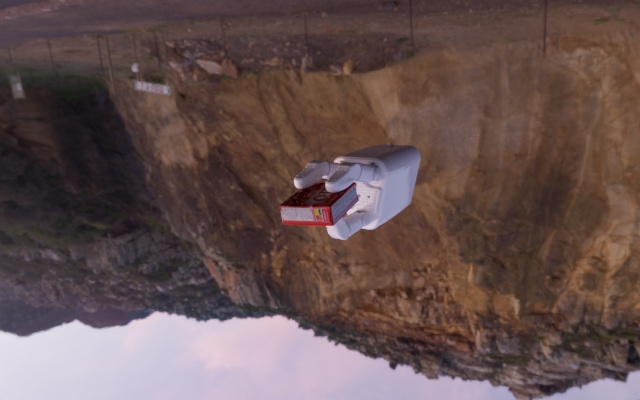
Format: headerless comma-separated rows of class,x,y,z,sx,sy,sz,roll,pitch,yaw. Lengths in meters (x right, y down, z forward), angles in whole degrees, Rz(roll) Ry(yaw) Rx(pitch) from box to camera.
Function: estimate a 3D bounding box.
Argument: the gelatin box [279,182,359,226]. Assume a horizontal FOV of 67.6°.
gelatin box,0.000,0.003,0.625,0.073,0.030,0.089,1,23,28
